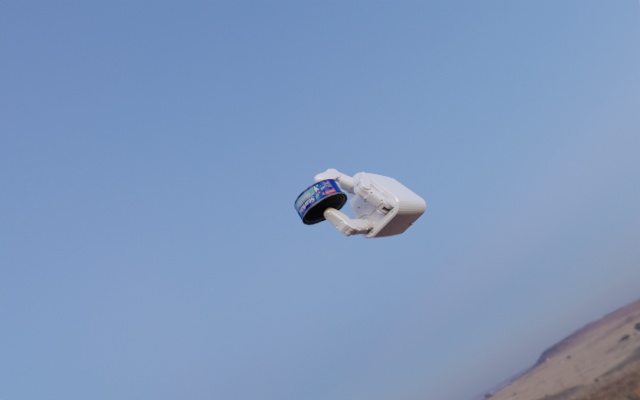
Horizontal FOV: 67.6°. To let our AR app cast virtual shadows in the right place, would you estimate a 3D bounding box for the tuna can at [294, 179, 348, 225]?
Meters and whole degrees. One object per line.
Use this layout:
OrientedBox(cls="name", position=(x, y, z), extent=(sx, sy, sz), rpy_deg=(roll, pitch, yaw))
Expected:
OrientedBox(cls="tuna can", position=(0.000, 0.002, 0.794), extent=(0.086, 0.033, 0.086), rpy_deg=(-27, -23, -12))
